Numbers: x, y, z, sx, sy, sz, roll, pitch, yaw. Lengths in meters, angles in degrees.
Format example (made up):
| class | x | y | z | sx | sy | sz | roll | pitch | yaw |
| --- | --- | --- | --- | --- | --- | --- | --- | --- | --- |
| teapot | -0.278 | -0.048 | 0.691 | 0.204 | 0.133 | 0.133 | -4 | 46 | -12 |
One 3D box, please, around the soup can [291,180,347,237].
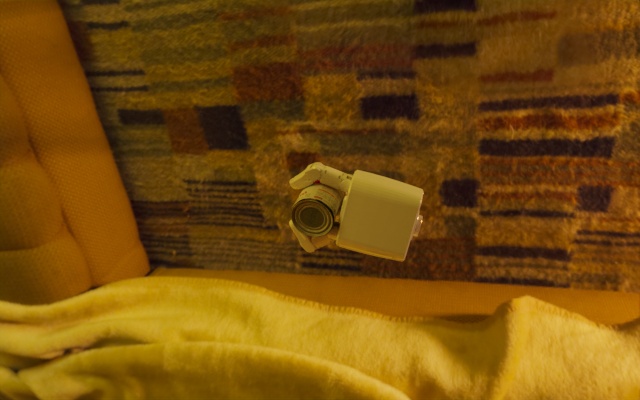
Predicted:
| class | x | y | z | sx | sy | sz | roll | pitch | yaw |
| --- | --- | --- | --- | --- | --- | --- | --- | --- | --- |
| soup can | 0.000 | 0.002 | 0.737 | 0.068 | 0.068 | 0.102 | 0 | 30 | 17 |
